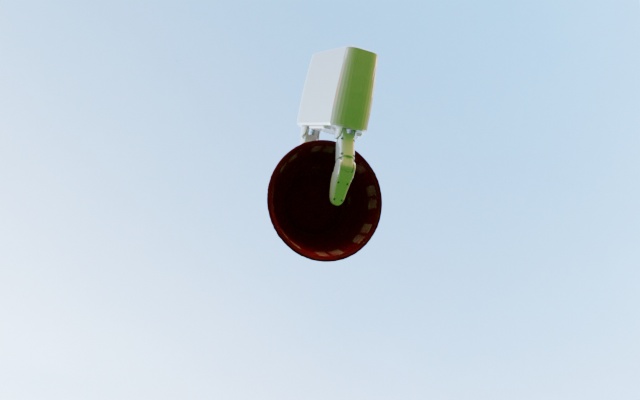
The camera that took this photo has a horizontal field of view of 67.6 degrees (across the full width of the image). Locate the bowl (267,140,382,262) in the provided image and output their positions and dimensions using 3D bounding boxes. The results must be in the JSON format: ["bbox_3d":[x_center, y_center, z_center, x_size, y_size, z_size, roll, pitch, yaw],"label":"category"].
[{"bbox_3d":[-0.001,0.003,0.648,0.162,0.162,0.055,0,-6,-20],"label":"bowl"}]
